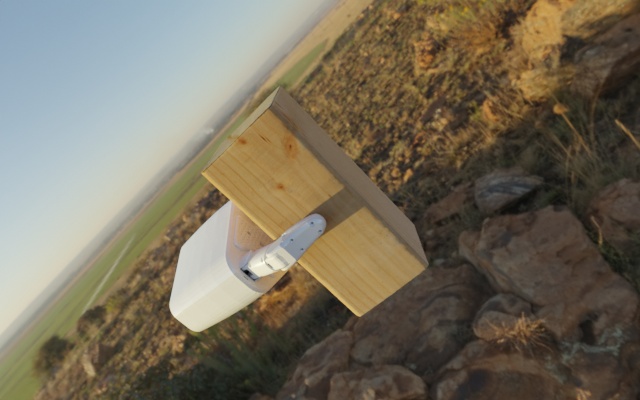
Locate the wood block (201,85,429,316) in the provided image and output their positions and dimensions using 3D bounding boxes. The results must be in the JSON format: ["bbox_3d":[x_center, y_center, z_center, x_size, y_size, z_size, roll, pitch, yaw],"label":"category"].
[{"bbox_3d":[0.000,0.002,0.464,0.090,0.206,0.090,-40,17,17],"label":"wood block"}]
